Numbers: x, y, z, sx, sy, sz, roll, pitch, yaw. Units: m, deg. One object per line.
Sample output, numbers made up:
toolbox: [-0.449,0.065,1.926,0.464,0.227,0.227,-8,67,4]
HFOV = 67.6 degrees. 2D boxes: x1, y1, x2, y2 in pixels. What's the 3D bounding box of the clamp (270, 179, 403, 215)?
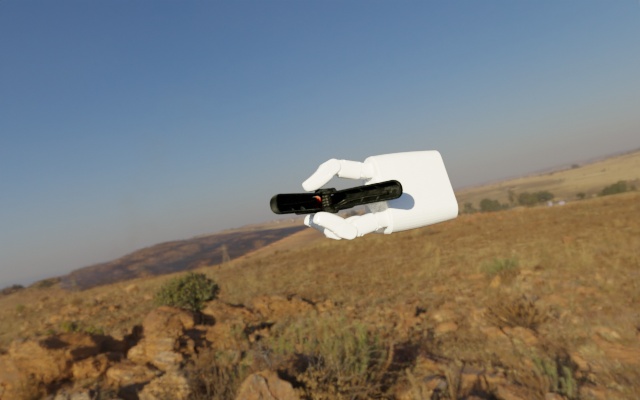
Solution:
clamp: [0.000,0.001,0.663,0.164,0.036,0.210,-6,-3,-15]
